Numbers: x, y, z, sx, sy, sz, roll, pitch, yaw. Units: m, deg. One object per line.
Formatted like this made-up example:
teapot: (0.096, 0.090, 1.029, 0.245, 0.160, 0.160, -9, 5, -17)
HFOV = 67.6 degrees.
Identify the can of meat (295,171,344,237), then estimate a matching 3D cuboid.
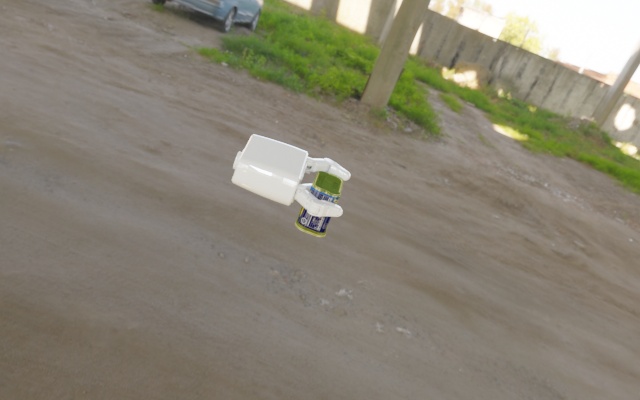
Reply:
can of meat: (0.000, 0.003, 0.843, 0.057, 0.084, 0.102, 21, 22, -2)
